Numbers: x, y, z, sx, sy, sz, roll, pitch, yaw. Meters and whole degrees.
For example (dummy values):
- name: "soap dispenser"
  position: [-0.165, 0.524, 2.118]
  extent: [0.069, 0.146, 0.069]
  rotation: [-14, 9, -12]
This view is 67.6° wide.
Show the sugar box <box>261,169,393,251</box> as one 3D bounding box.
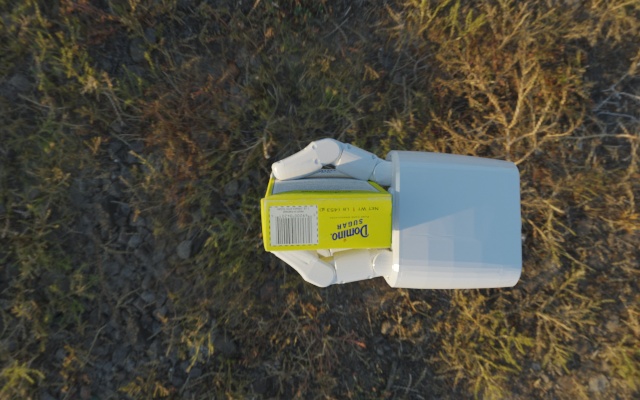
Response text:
- name: "sugar box"
  position: [0.000, 0.002, 0.418]
  extent: [0.093, 0.048, 0.176]
  rotation: [-1, 7, -3]
